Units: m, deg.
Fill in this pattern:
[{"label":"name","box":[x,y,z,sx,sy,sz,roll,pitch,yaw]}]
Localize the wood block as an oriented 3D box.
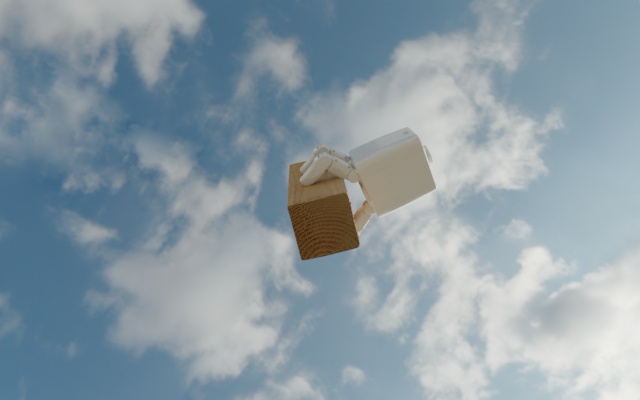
[{"label":"wood block","box":[0.001,0.003,0.772,0.090,0.091,0.206,-14,20,3]}]
